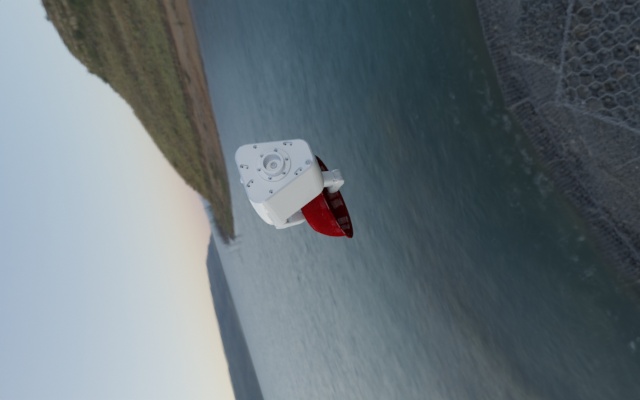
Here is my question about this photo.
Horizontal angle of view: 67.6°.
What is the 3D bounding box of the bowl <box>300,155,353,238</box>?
[{"bbox_3d":[0.000,0.004,0.850,0.055,0.162,0.162,-25,-6,13],"label":"bowl"}]
